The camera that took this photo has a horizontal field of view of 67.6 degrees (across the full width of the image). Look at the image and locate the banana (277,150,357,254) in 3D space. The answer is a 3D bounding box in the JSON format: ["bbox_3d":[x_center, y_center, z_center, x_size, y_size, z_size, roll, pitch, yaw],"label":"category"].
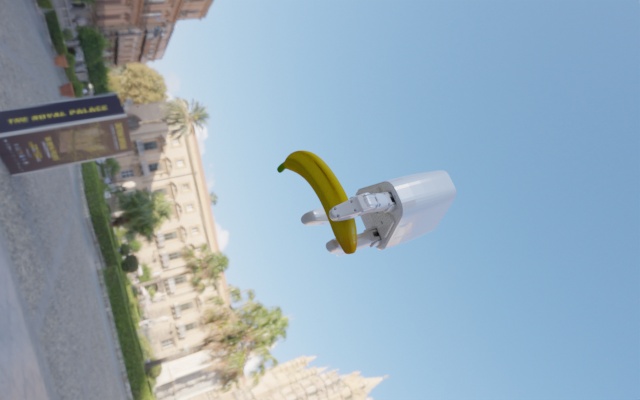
[{"bbox_3d":[0.002,-0.014,0.668,0.037,0.070,0.197,-15,48,-29],"label":"banana"}]
